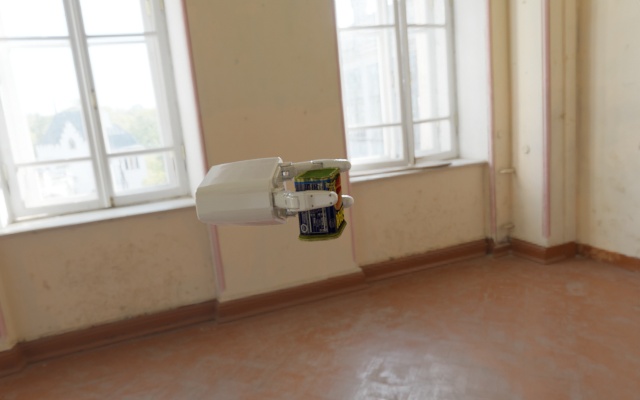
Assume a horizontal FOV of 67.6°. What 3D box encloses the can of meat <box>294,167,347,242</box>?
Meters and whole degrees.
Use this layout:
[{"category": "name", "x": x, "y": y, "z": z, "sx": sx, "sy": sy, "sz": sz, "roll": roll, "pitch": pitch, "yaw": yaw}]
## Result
[{"category": "can of meat", "x": 0.000, "y": 0.002, "z": 0.655, "sx": 0.057, "sy": 0.084, "sz": 0.102, "roll": -4, "pitch": 10, "yaw": 11}]
